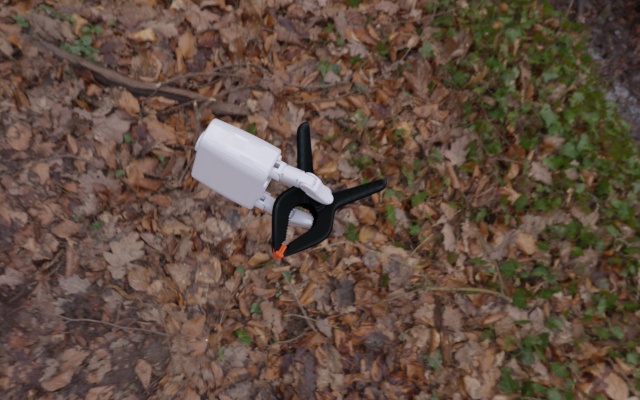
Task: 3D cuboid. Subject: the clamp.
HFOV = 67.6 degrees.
[{"bbox_3d":[0.000,0.002,0.716,0.164,0.210,0.036,28,-20,-6],"label":"clamp"}]
